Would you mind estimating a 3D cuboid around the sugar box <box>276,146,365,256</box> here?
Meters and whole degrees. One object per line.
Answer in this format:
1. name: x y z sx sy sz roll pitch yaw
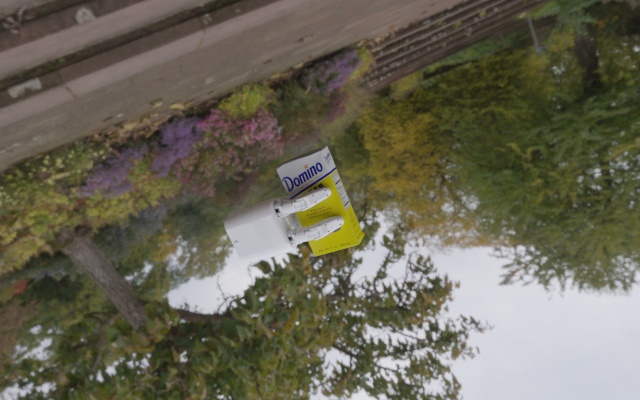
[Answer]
1. sugar box: 0.000 0.003 0.834 0.093 0.176 0.048 -19 14 25
